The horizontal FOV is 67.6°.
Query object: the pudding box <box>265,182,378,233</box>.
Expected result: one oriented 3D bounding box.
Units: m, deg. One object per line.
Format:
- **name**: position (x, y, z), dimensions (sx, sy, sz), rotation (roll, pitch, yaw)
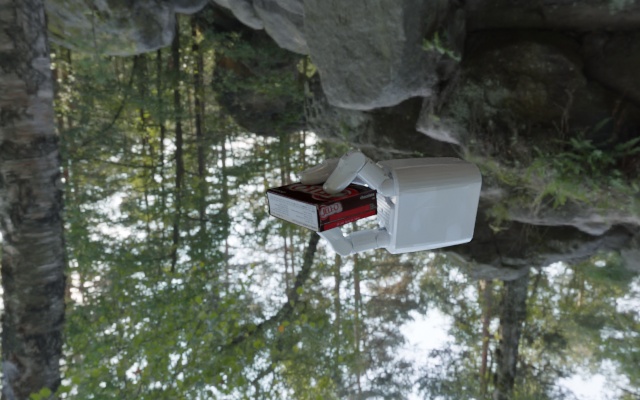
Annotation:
- **pudding box**: position (0.000, 0.002, 0.581), dimensions (0.090, 0.039, 0.113), rotation (-14, 15, -35)
